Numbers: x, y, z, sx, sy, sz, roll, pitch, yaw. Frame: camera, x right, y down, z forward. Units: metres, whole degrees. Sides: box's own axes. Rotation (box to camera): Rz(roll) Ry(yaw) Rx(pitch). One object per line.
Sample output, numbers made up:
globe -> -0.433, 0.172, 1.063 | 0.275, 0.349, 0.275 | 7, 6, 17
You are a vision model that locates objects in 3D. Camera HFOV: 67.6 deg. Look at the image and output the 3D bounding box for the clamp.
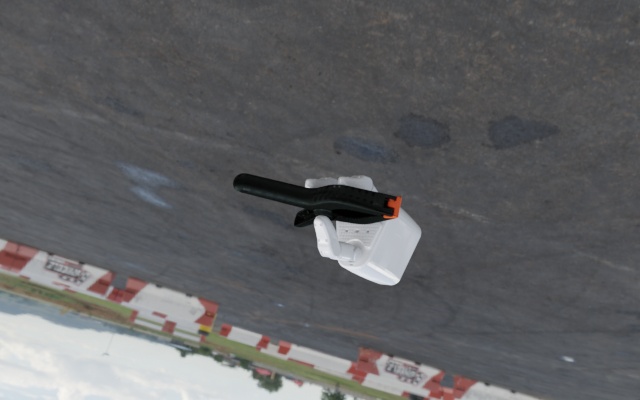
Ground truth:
clamp -> 0.000, 0.003, 0.623 | 0.210, 0.036, 0.165 | -1, -21, 38
